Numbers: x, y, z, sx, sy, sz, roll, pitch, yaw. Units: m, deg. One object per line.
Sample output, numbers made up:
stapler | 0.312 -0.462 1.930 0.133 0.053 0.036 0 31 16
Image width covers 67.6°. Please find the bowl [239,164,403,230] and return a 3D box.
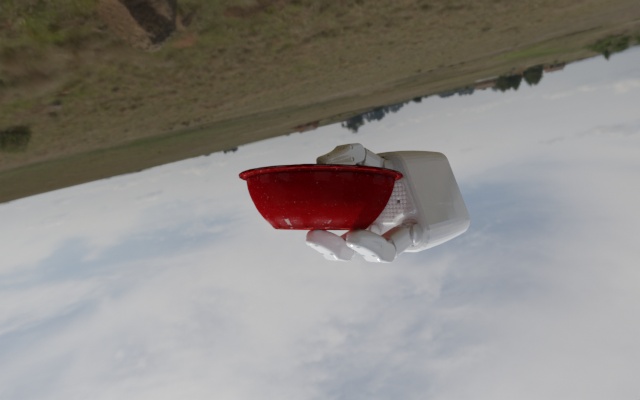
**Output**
bowl | -0.001 0.002 0.473 0.162 0.055 0.162 0 -4 0
